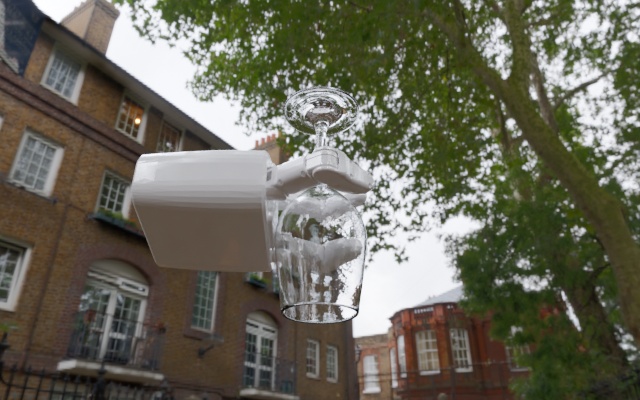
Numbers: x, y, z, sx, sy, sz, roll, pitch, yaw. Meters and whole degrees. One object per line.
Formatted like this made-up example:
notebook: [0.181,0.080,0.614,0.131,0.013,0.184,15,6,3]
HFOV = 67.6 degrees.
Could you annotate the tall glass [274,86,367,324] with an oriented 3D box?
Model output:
tall glass: [0.000,0.001,0.420,0.079,0.201,0.079,0,-28,0]
